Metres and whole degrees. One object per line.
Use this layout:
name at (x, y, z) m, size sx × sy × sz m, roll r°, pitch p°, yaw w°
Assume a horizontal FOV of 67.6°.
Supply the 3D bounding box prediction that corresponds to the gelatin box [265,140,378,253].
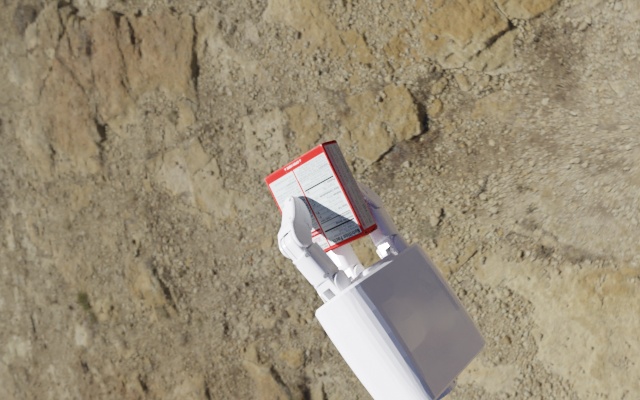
gelatin box at (0.000, 0.001, 0.434) m, size 0.073 × 0.089 × 0.030 m, roll -28°, pitch -2°, yaw 34°
